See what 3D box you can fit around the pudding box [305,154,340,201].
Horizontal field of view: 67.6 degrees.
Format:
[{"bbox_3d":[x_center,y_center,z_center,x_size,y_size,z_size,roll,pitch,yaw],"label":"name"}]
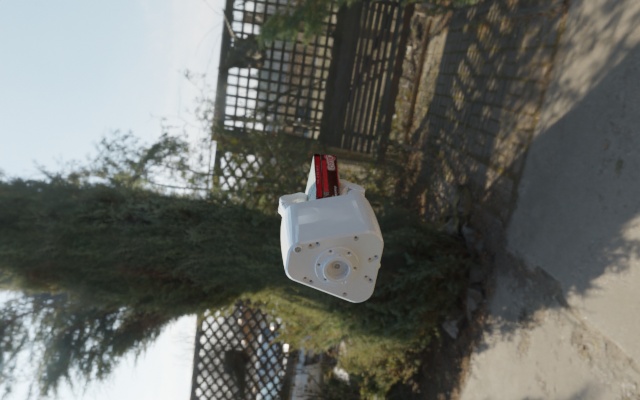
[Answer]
[{"bbox_3d":[0.000,0.002,0.690,0.039,0.090,0.114,6,-41,-10],"label":"pudding box"}]
